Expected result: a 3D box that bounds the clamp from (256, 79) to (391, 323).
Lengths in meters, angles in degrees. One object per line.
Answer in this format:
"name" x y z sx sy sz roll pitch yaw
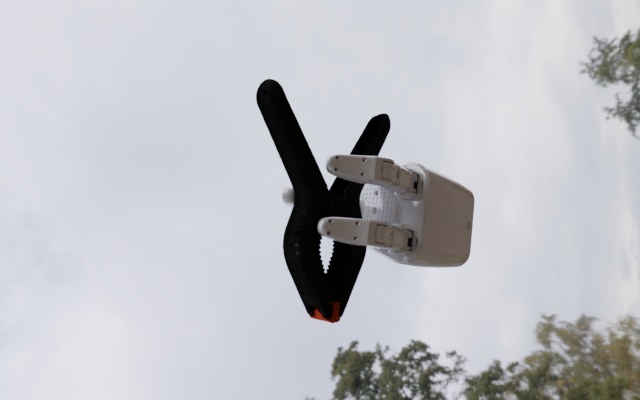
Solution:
"clamp" 0.000 0.002 0.428 0.036 0.210 0.164 0 -10 45
